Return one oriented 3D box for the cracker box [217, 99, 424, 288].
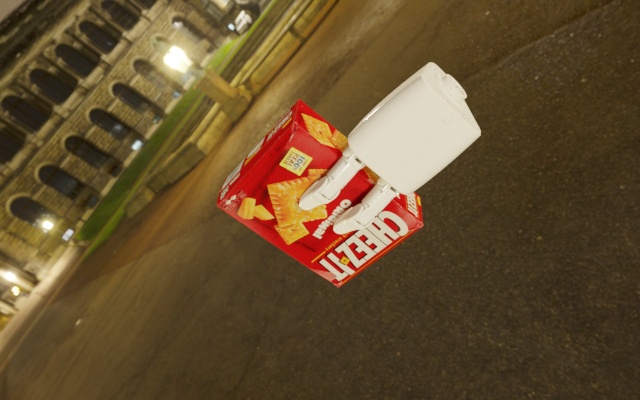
[{"bbox_3d":[0.000,0.002,0.618,0.214,0.072,0.164,37,-59,-20],"label":"cracker box"}]
